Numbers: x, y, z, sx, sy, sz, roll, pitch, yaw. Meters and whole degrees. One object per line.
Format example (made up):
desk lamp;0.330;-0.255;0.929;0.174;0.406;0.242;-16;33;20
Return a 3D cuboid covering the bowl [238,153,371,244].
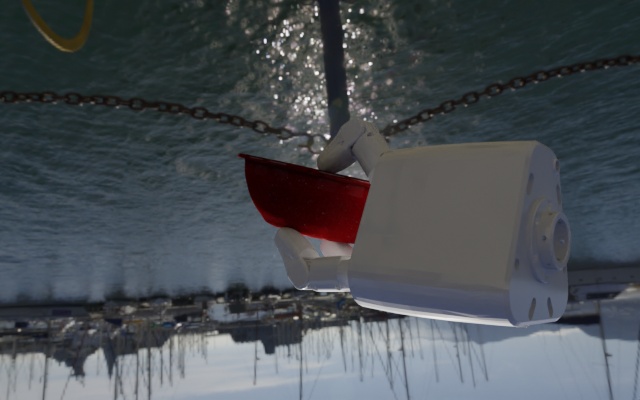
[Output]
bowl;-0.001;0.002;0.431;0.162;0.055;0.162;13;3;-1
